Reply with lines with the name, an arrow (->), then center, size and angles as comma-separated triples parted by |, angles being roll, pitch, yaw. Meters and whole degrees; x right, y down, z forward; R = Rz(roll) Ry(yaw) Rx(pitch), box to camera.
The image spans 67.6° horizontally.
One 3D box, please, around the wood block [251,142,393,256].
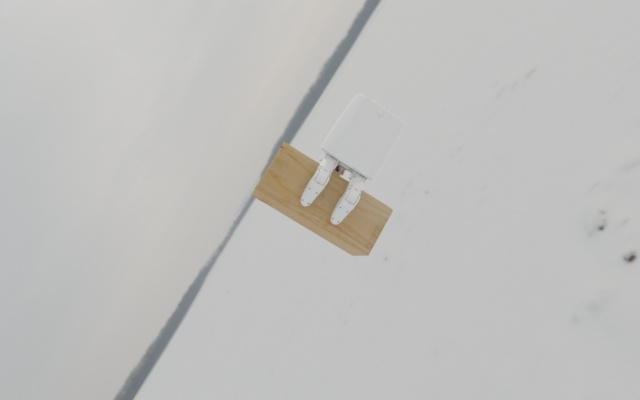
wood block -> 0.000, 0.002, 0.786 | 0.206, 0.090, 0.091 | 32, -11, -7
